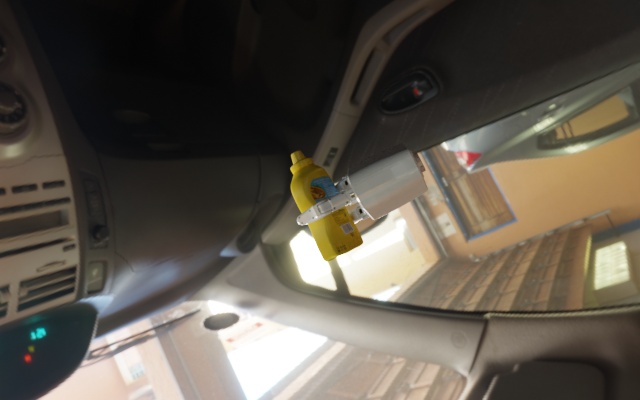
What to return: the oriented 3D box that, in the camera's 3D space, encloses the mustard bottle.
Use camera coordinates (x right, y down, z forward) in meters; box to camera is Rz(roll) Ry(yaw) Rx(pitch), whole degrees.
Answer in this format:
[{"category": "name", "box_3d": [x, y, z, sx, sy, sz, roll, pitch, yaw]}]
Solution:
[{"category": "mustard bottle", "box_3d": [0.000, 0.003, 0.806, 0.058, 0.191, 0.096, -30, -7, 34]}]
